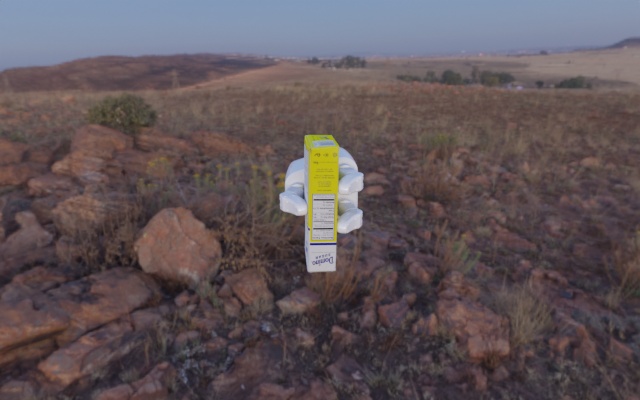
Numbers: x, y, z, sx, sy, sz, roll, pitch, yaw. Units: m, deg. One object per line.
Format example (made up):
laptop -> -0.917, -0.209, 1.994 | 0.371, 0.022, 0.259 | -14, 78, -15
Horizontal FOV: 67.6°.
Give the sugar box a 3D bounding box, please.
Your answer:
sugar box -> 0.001, 0.002, 0.672 | 0.048, 0.176, 0.093 | -3, 18, -4
